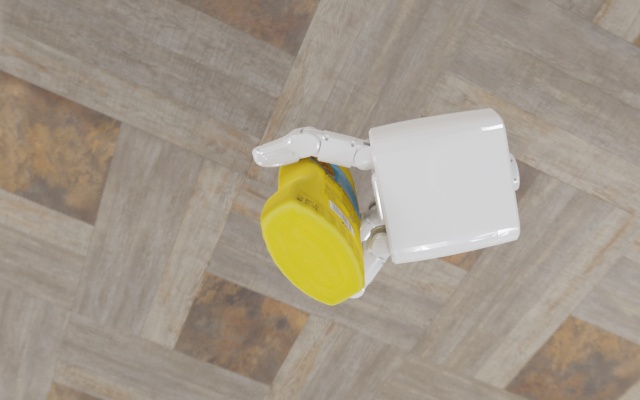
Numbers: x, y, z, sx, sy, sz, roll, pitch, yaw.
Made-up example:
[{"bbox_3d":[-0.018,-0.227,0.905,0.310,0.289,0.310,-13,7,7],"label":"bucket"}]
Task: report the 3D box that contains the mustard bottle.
[{"bbox_3d":[0.000,0.002,0.432,0.058,0.096,0.191,-34,19,18],"label":"mustard bottle"}]
